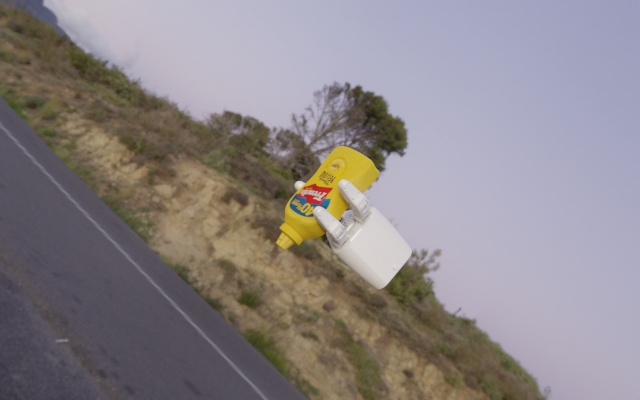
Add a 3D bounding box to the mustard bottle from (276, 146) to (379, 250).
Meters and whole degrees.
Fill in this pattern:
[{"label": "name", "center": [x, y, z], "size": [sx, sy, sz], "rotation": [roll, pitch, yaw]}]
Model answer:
[{"label": "mustard bottle", "center": [0.000, 0.002, 0.759], "size": [0.096, 0.191, 0.058], "rotation": [32, -14, 46]}]
